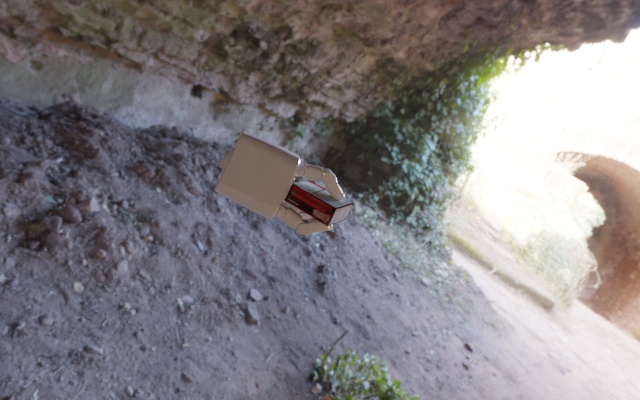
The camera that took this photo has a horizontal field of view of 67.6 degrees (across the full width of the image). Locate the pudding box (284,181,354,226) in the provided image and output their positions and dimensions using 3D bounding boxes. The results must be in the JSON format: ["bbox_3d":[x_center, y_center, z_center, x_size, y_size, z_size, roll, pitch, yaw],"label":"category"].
[{"bbox_3d":[0.000,0.003,0.831,0.090,0.039,0.113,31,16,15],"label":"pudding box"}]
